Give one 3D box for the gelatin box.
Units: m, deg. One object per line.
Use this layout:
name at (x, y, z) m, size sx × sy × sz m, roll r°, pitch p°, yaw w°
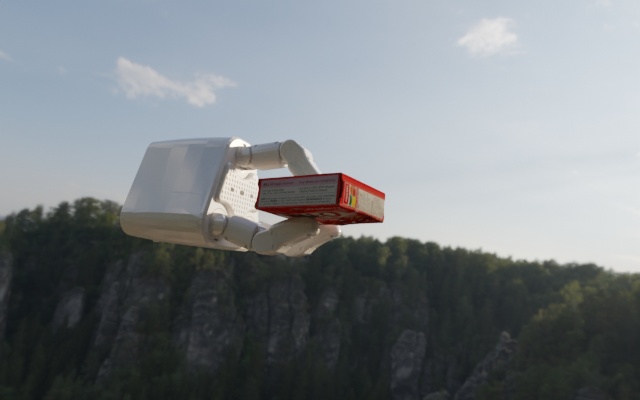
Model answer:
gelatin box at (0.000, 0.001, 0.412) m, size 0.089 × 0.030 × 0.073 m, roll -3°, pitch -15°, yaw 35°
